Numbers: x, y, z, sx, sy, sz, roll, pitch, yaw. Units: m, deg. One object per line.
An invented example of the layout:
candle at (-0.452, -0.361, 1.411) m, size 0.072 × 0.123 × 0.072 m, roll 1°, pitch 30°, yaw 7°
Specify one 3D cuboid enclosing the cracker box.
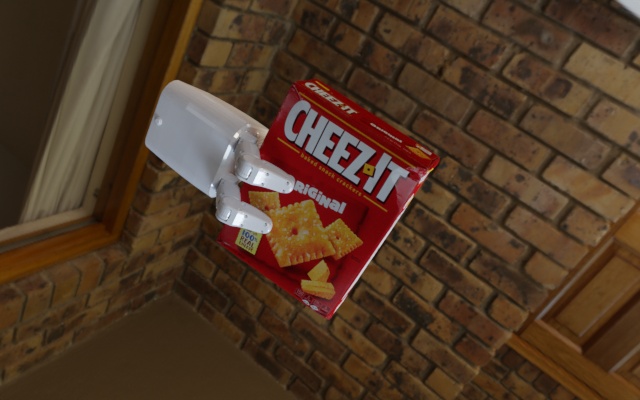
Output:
cracker box at (0.000, 0.002, 0.528) m, size 0.164 × 0.214 × 0.072 m, roll 34°, pitch 26°, yaw 9°
